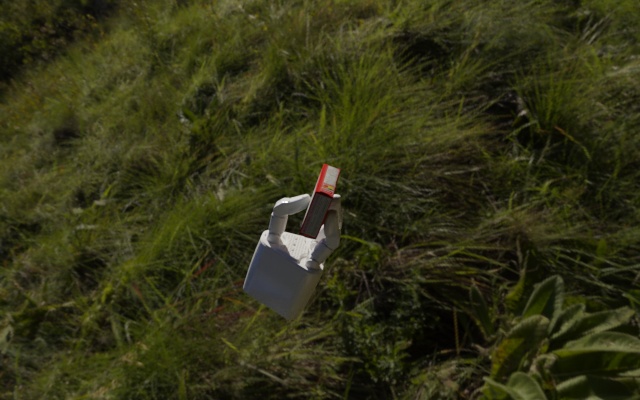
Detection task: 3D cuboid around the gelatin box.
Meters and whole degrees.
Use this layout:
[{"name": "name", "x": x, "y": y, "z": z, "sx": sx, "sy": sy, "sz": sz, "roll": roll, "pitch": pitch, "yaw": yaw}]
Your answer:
[{"name": "gelatin box", "x": 0.000, "y": 0.002, "z": 0.712, "sx": 0.030, "sy": 0.089, "sz": 0.073, "roll": 20, "pitch": 38, "yaw": -2}]
